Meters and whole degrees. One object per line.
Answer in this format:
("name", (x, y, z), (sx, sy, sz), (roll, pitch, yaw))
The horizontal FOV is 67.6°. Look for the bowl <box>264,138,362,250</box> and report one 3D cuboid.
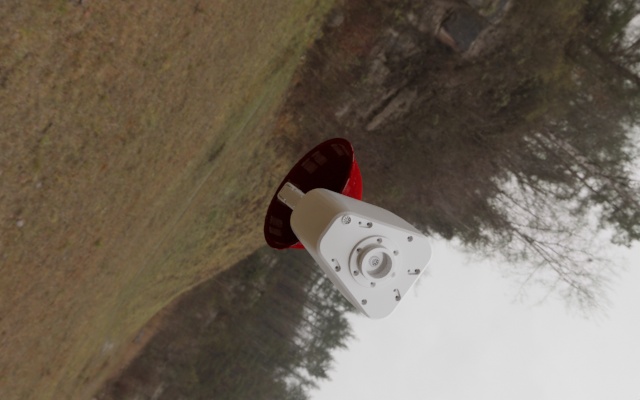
("bowl", (0.000, 0.002, 0.603), (0.055, 0.162, 0.162), (36, -19, -28))
